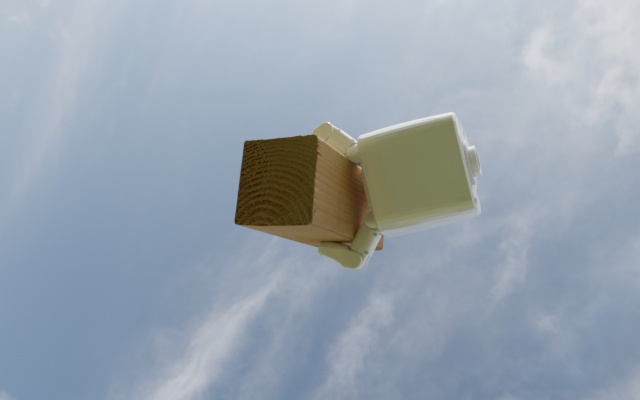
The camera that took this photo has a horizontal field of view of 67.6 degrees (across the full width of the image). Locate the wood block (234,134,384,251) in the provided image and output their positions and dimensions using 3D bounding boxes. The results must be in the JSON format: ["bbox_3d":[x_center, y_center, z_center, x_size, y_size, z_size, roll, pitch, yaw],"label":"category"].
[{"bbox_3d":[0.000,0.002,0.555,0.090,0.091,0.206,-1,-13,26],"label":"wood block"}]
